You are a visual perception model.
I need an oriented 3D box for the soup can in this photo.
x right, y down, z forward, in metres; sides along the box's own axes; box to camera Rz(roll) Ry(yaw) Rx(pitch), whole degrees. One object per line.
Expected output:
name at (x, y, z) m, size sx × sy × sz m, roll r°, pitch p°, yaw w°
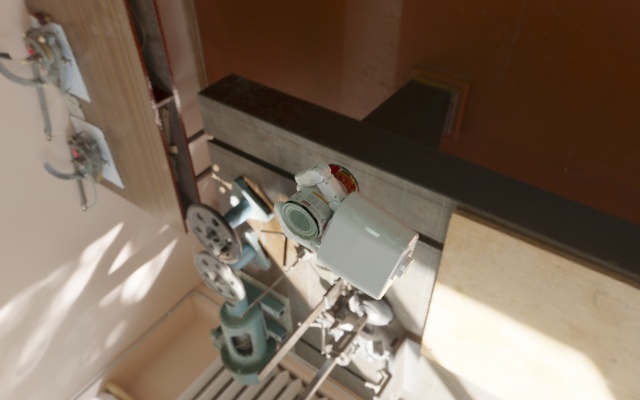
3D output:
soup can at (0.000, 0.002, 0.681) m, size 0.068 × 0.068 × 0.102 m, roll 0°, pitch 34°, yaw 45°
